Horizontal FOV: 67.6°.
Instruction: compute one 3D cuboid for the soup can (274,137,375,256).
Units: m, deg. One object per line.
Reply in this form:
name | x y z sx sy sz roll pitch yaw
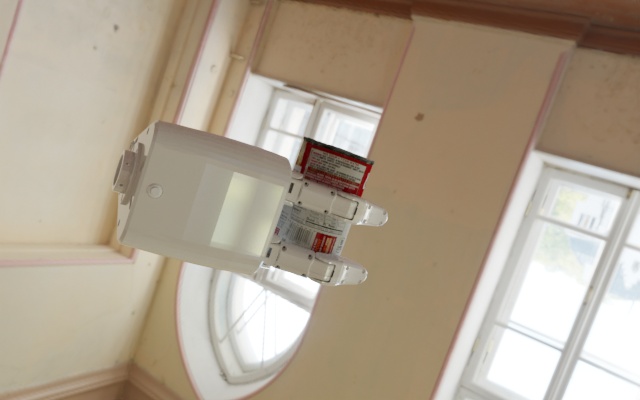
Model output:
soup can | 0.000 0.002 0.433 0.068 0.102 0.068 19 5 -2
